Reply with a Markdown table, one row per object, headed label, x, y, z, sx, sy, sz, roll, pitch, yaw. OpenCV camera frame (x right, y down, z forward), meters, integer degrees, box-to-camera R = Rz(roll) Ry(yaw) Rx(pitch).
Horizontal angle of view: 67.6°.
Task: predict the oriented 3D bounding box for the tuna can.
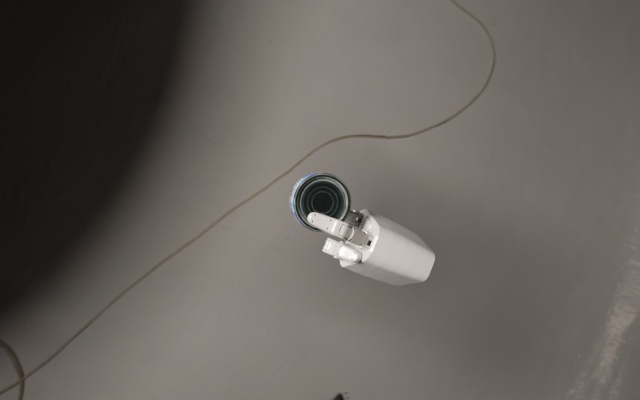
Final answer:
| label | x | y | z | sx | sy | sz | roll | pitch | yaw |
| --- | --- | --- | --- | --- | --- | --- | --- | --- | --- |
| tuna can | 0.000 | 0.002 | 0.687 | 0.086 | 0.086 | 0.034 | 0 | 4 | -12 |
